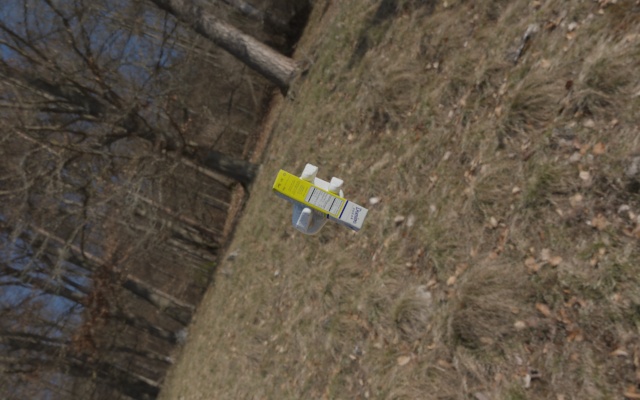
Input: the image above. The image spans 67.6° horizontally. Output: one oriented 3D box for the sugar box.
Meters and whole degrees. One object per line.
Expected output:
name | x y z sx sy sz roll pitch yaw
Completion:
sugar box | 0.000 0.002 0.891 0.176 0.048 0.093 22 -6 3
